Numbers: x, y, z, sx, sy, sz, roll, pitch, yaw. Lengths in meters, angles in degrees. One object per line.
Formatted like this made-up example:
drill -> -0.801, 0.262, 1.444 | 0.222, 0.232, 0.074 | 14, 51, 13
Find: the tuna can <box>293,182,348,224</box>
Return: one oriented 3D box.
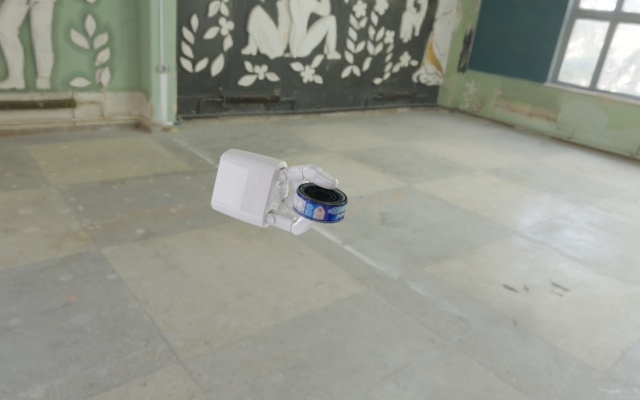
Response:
tuna can -> 0.000, 0.002, 0.767 | 0.086, 0.034, 0.086 | 11, 23, -5
